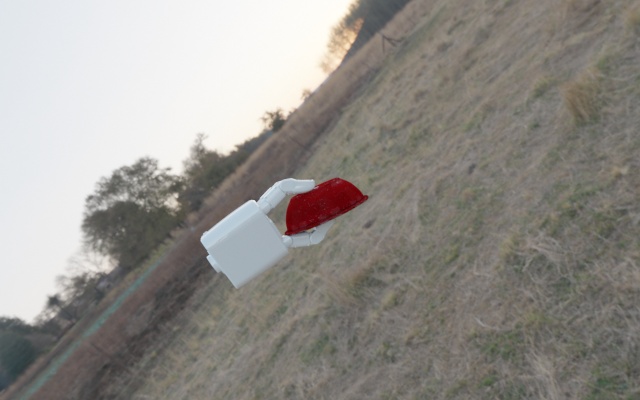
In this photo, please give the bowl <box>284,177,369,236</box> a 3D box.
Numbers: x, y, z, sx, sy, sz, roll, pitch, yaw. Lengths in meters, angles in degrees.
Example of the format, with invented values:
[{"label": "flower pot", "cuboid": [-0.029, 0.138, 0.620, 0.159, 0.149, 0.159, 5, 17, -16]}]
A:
[{"label": "bowl", "cuboid": [0.001, 0.002, 0.832, 0.162, 0.055, 0.162, -24, 4, 2]}]
